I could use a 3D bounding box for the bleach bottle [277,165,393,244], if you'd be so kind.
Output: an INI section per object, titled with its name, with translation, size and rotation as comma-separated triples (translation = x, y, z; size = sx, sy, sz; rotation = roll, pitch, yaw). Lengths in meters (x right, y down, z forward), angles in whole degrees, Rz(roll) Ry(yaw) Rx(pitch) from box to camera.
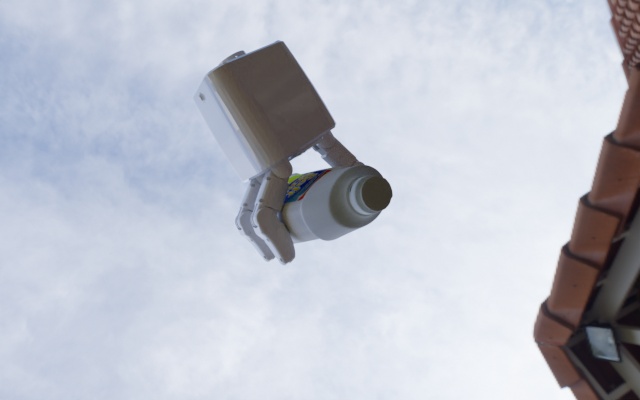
[bleach bottle]
translation = 0.000, 0.002, 0.490
size = 0.102, 0.068, 0.251
rotation = -37, 10, -23
